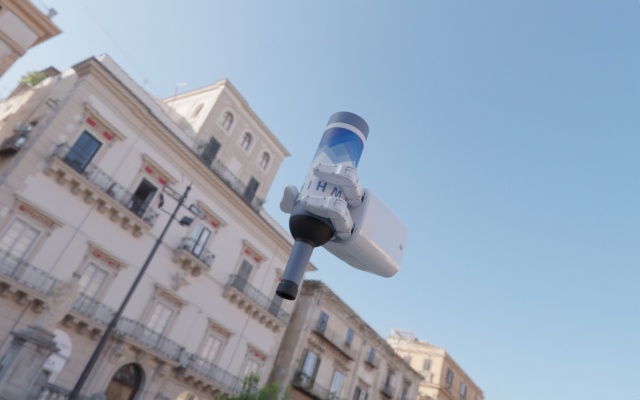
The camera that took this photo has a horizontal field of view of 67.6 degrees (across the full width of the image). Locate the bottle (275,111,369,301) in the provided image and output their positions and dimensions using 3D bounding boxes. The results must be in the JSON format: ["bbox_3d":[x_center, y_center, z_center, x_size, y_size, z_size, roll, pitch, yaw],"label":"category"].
[{"bbox_3d":[0.000,0.002,0.680,0.069,0.295,0.069,15,-30,9],"label":"bottle"}]
